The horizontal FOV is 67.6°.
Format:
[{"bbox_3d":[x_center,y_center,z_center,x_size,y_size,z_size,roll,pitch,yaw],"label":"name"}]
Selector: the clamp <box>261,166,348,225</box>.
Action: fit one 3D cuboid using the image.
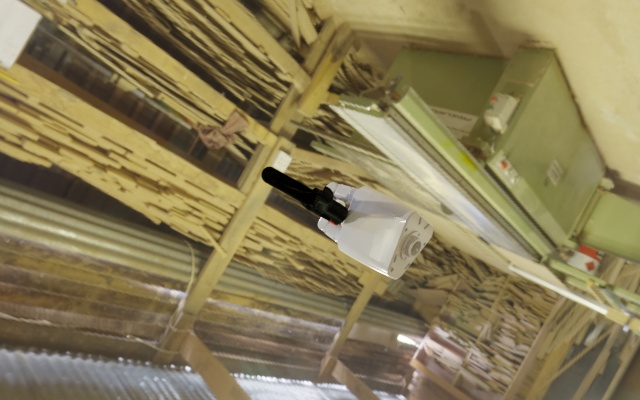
[{"bbox_3d":[0.000,0.003,0.718,0.120,0.039,0.171,26,-3,40],"label":"clamp"}]
